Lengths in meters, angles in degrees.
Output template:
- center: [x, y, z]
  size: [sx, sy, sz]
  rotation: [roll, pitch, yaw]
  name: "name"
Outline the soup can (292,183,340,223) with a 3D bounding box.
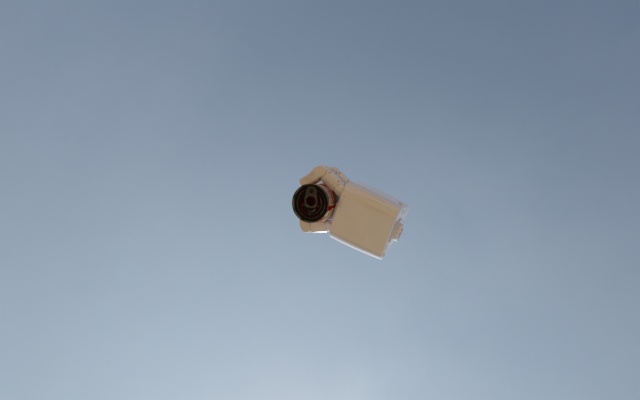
- center: [0.000, 0.003, 0.862]
  size: [0.068, 0.068, 0.102]
  rotation: [0, 2, 21]
  name: "soup can"
